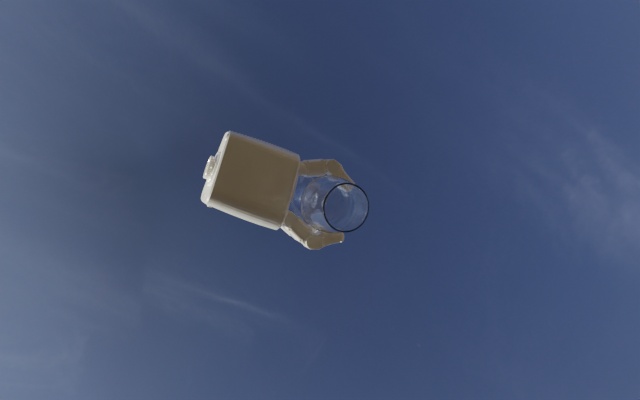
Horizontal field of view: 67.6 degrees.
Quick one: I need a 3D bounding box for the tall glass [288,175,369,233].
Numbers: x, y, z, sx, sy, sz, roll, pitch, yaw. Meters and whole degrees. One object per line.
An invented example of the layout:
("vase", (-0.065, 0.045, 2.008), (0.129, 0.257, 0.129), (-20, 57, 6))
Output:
("tall glass", (0.000, 0.002, 0.680), (0.079, 0.079, 0.201), (0, 4, -19))
